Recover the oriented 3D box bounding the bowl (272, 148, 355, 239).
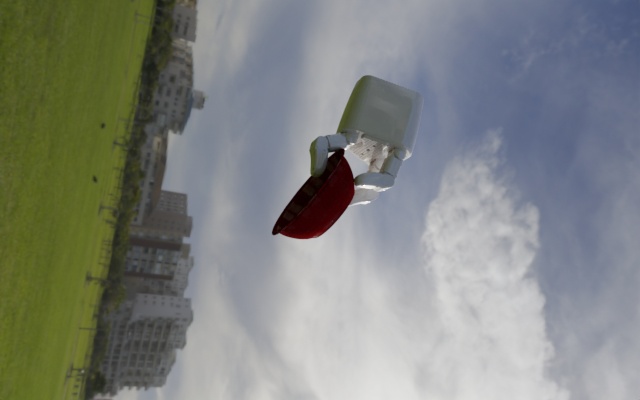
[{"bbox_3d":[0.000,0.004,0.696,0.055,0.162,0.162,40,-8,-10],"label":"bowl"}]
